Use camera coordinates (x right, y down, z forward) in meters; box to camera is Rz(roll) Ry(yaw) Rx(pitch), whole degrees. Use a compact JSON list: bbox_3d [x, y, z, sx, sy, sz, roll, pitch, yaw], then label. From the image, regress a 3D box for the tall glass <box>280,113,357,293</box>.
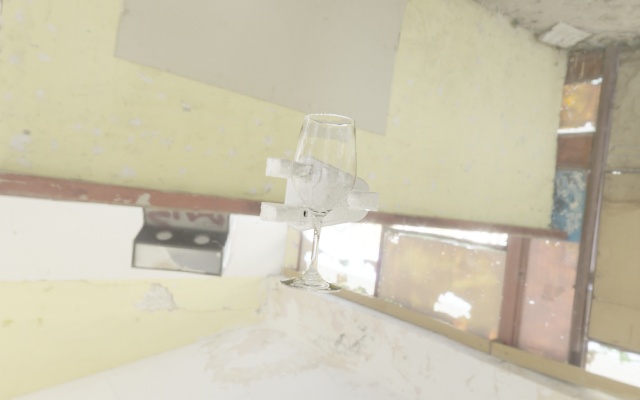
[{"bbox_3d":[0.000,0.003,0.566,0.079,0.201,0.079,7,1,0],"label":"tall glass"}]
